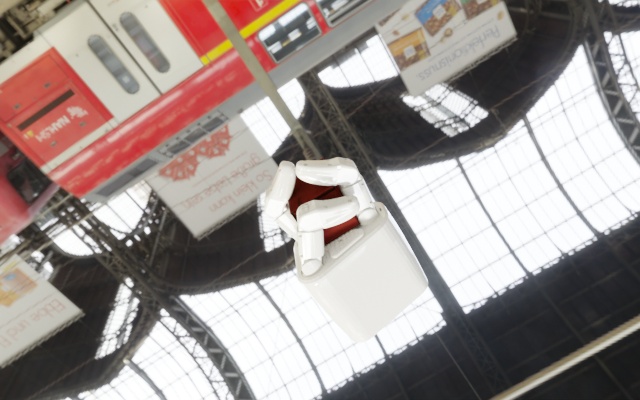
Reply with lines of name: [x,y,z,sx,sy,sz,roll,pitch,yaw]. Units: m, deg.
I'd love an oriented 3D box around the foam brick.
foam brick: [0.000,0.001,0.501,0.053,0.051,0.078,-32,26,9]
